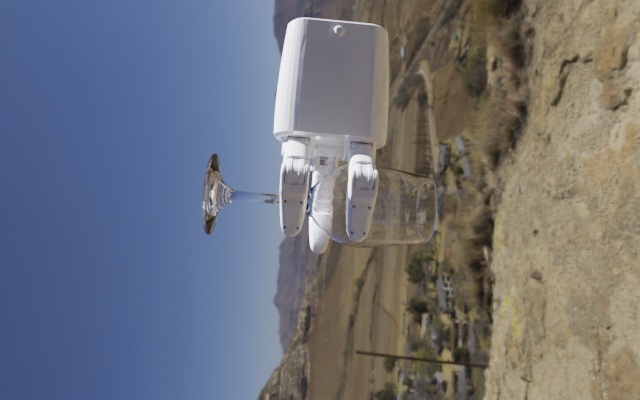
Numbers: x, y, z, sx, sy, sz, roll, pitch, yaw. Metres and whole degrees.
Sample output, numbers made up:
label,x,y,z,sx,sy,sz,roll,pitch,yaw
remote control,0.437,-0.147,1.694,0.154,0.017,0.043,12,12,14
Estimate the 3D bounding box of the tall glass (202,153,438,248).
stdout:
label,x,y,z,sx,sy,sz,roll,pitch,yaw
tall glass,-0.001,0.002,0.437,0.201,0.079,0.079,5,0,-2
